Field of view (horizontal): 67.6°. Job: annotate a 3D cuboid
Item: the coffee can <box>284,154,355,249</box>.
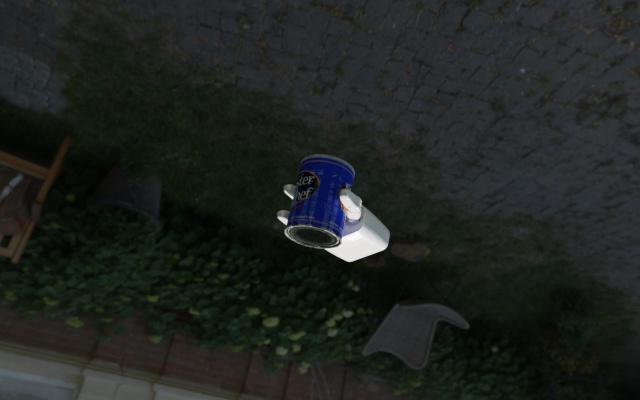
[{"bbox_3d":[0.000,0.003,0.858,0.103,0.140,0.103,10,-25,5],"label":"coffee can"}]
